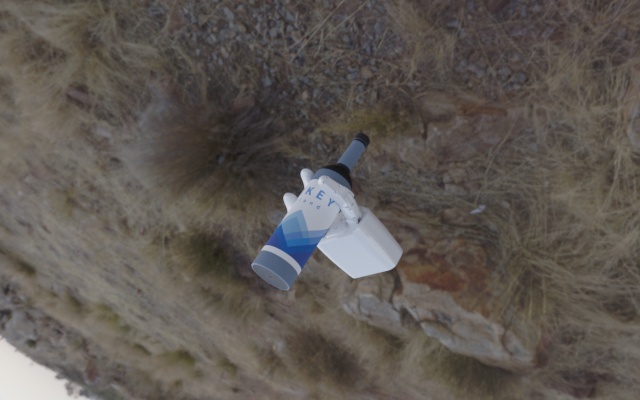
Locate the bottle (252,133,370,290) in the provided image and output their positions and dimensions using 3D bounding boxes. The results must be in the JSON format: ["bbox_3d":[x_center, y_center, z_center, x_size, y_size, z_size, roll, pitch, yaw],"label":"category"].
[{"bbox_3d":[0.000,0.003,0.763,0.069,0.295,0.069,27,-26,15],"label":"bottle"}]
